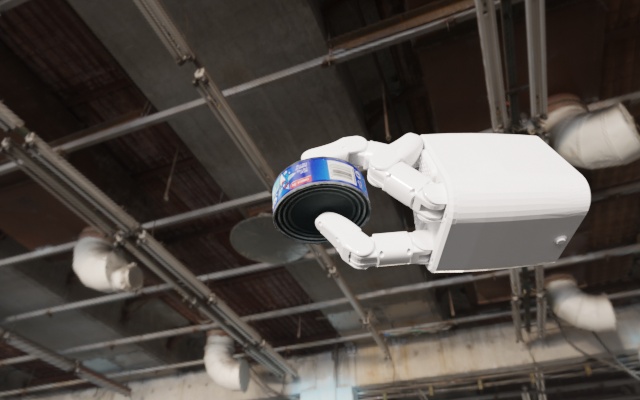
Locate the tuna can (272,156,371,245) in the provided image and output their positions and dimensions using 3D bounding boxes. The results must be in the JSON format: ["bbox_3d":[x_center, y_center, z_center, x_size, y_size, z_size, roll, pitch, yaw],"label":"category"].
[{"bbox_3d":[0.000,0.001,0.424,0.086,0.033,0.086,-5,-39,-4],"label":"tuna can"}]
